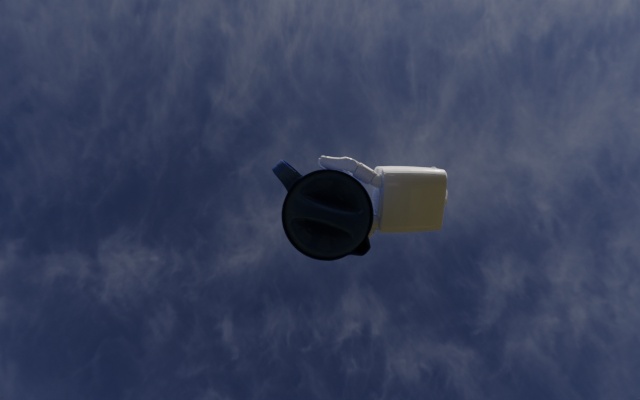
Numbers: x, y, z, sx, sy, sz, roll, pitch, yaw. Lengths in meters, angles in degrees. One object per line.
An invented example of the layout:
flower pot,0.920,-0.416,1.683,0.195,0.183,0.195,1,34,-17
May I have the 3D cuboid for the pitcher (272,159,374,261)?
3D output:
pitcher,0.000,0.003,0.797,0.145,0.149,0.243,-3,6,-2
